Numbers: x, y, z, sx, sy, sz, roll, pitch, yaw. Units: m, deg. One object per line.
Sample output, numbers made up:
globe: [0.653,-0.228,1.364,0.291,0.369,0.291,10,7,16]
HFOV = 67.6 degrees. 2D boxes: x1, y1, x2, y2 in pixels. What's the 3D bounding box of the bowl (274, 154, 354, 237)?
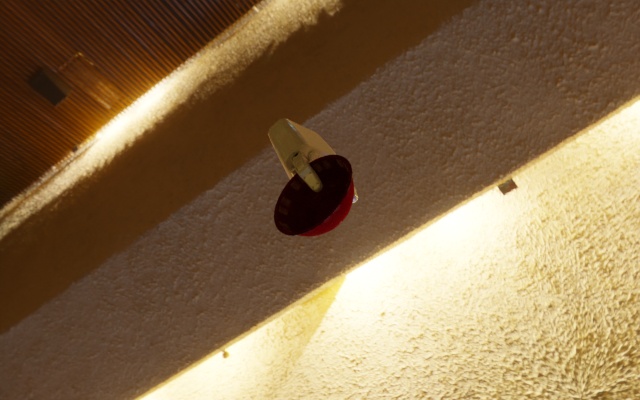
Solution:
bowl: [0.001,0.004,0.796,0.162,0.162,0.055,0,-35,47]
